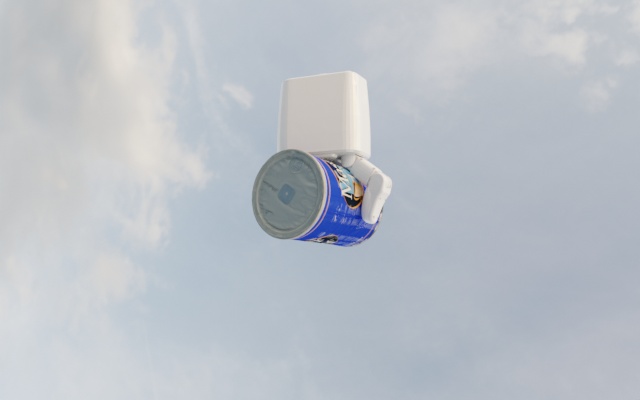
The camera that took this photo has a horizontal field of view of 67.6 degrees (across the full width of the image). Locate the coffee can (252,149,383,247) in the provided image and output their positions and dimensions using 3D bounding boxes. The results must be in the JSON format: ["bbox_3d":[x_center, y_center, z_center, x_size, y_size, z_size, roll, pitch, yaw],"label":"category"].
[{"bbox_3d":[0.000,0.002,0.589,0.103,0.103,0.140,0,-8,34],"label":"coffee can"}]
